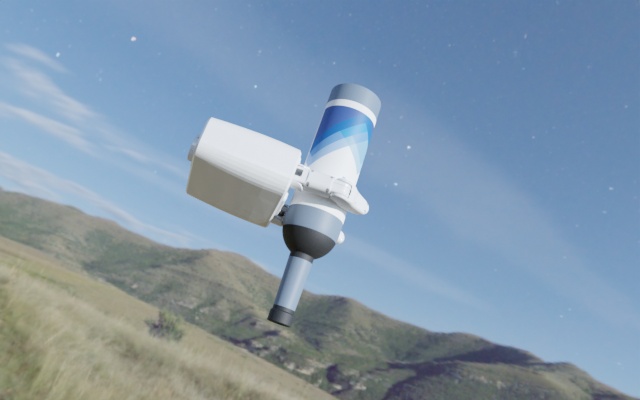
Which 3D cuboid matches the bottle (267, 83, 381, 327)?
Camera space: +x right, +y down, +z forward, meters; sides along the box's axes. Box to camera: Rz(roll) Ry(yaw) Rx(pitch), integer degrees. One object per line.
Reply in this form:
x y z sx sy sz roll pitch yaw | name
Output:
0.000 0.002 0.564 0.069 0.295 0.069 17 -19 6 | bottle
